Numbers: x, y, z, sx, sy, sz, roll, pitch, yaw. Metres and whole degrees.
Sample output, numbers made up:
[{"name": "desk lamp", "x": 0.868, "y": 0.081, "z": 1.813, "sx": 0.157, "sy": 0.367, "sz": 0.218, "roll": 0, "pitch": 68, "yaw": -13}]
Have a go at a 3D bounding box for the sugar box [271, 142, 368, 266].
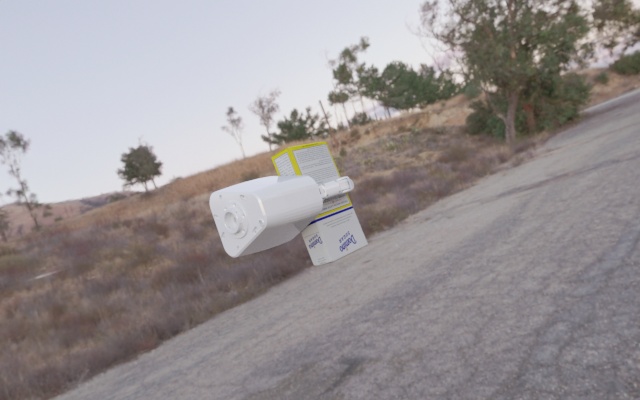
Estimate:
[{"name": "sugar box", "x": 0.000, "y": 0.002, "z": 0.718, "sx": 0.048, "sy": 0.176, "sz": 0.093, "roll": -21, "pitch": -3, "yaw": 43}]
